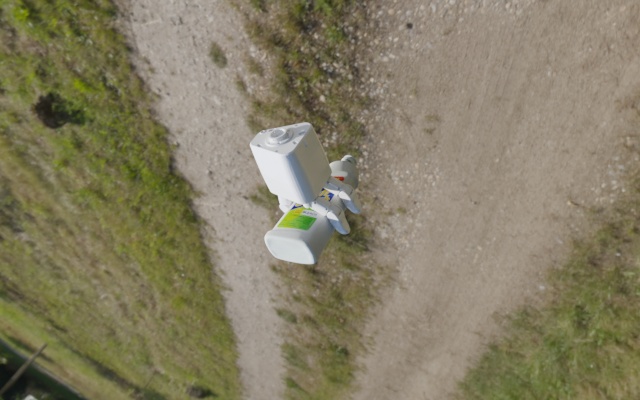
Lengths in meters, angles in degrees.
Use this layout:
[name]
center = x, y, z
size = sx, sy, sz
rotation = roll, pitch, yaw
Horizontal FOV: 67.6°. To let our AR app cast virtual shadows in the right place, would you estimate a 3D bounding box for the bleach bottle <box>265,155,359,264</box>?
[bleach bottle]
center = 0.000, 0.003, 0.897
size = 0.102, 0.068, 0.250
rotation = 6, 46, 29
